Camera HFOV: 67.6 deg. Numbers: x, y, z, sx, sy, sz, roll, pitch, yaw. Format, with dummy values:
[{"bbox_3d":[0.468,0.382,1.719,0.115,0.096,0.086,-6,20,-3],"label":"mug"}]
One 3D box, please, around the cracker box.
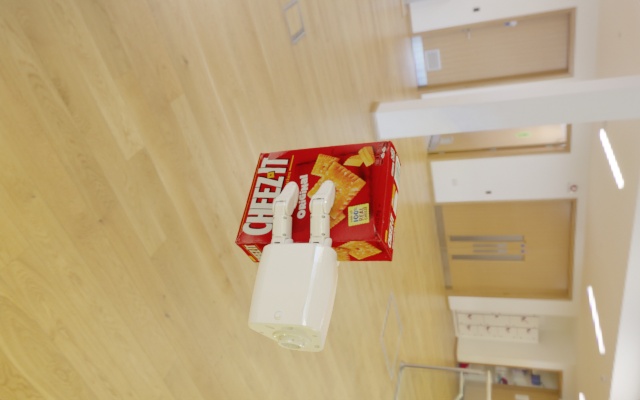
[{"bbox_3d":[0.000,0.002,0.687,0.214,0.164,0.072,-3,-33,22],"label":"cracker box"}]
